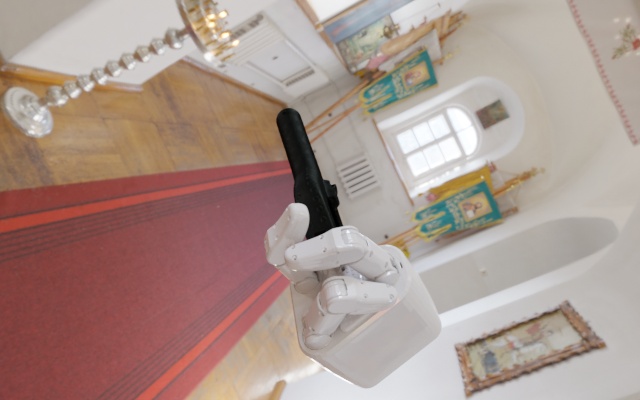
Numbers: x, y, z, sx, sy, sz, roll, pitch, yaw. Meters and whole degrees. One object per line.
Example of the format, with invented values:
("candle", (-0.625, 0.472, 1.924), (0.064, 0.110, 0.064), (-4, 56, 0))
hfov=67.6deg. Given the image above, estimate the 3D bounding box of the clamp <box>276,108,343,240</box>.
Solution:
("clamp", (0.001, 0.001, 0.453), (0.039, 0.171, 0.120), (-25, -44, 14))
